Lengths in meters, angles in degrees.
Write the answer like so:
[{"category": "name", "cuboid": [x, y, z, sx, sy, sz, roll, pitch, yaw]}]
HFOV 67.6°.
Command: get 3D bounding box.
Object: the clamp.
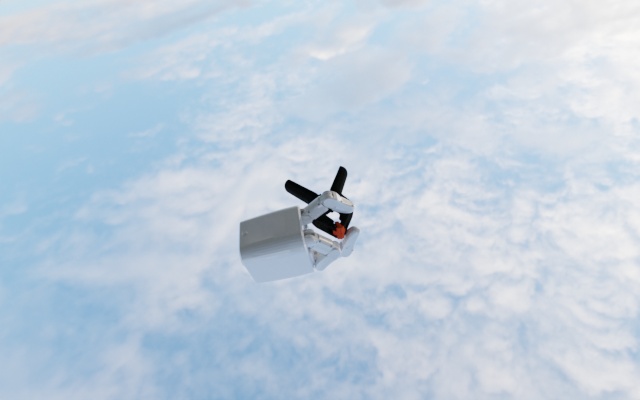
[{"category": "clamp", "cuboid": [0.000, 0.003, 0.842, 0.120, 0.039, 0.171, -14, 39, 2]}]
